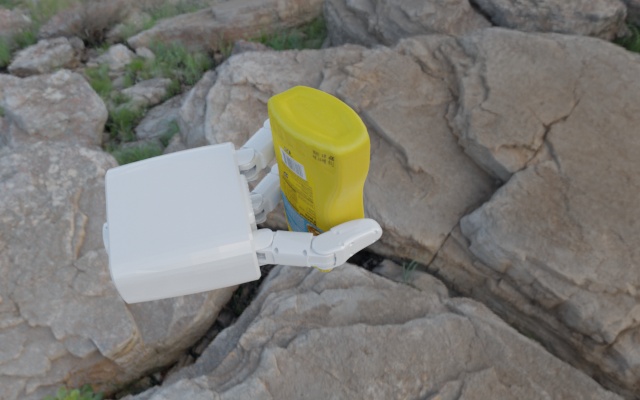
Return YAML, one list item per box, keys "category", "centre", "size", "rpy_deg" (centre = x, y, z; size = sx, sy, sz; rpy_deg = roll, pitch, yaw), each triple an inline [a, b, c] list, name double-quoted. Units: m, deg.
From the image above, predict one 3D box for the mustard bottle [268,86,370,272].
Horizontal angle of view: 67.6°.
- category: "mustard bottle"
  centre: [0.000, 0.001, 0.428]
  size: [0.058, 0.192, 0.096]
  rpy_deg: [-31, 52, -25]
